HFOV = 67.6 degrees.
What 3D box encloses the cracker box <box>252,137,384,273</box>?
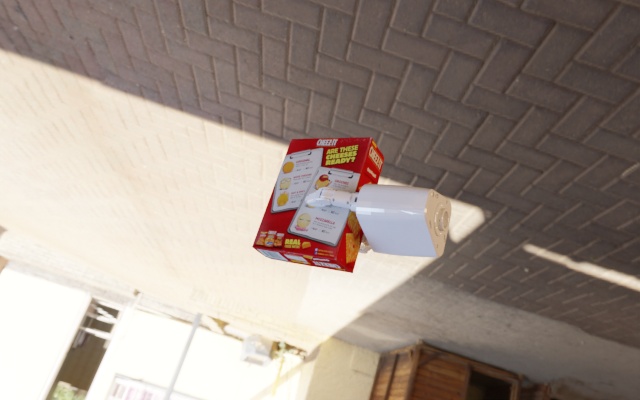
[{"bbox_3d":[0.000,0.003,0.796,0.164,0.213,0.072,4,-26,32],"label":"cracker box"}]
